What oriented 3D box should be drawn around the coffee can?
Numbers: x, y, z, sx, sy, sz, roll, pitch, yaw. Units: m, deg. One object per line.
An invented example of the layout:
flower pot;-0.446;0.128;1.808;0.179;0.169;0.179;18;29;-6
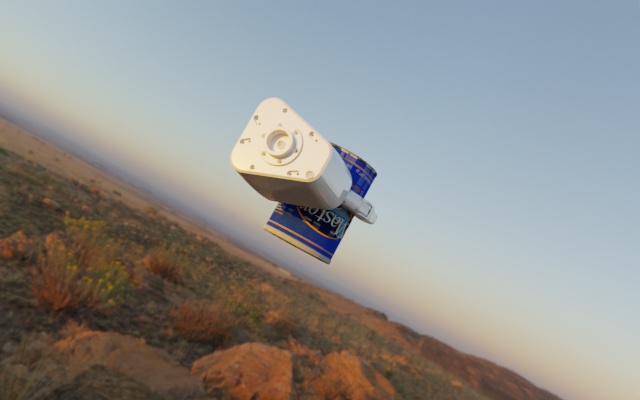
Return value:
coffee can;0.000;0.002;0.654;0.103;0.140;0.103;28;-7;4
